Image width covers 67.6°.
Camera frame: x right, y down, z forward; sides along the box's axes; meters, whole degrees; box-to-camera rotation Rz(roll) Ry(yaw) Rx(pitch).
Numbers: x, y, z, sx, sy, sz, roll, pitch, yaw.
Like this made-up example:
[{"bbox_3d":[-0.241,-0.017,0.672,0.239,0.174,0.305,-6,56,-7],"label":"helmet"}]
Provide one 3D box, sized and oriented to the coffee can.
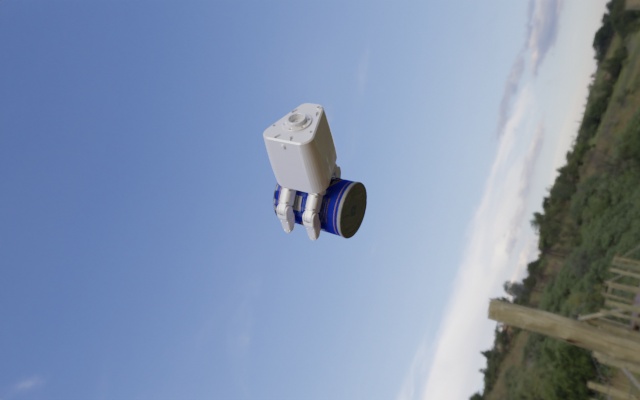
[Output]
[{"bbox_3d":[0.000,0.003,0.873,0.140,0.103,0.103,14,7,28],"label":"coffee can"}]
